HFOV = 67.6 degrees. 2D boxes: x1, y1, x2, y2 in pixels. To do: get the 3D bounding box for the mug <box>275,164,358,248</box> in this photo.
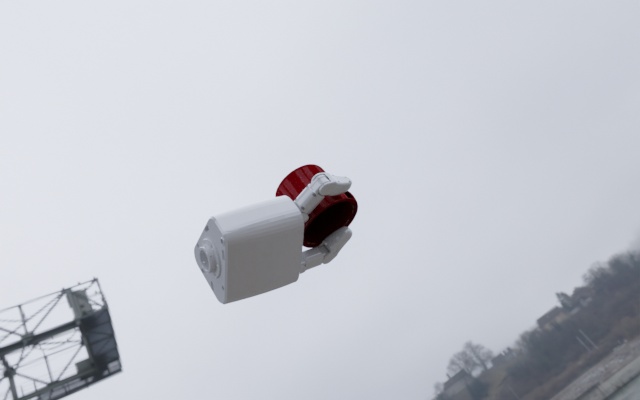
[{"bbox_3d":[0.001,0.002,0.664,0.117,0.093,0.081,-14,52,-38],"label":"mug"}]
